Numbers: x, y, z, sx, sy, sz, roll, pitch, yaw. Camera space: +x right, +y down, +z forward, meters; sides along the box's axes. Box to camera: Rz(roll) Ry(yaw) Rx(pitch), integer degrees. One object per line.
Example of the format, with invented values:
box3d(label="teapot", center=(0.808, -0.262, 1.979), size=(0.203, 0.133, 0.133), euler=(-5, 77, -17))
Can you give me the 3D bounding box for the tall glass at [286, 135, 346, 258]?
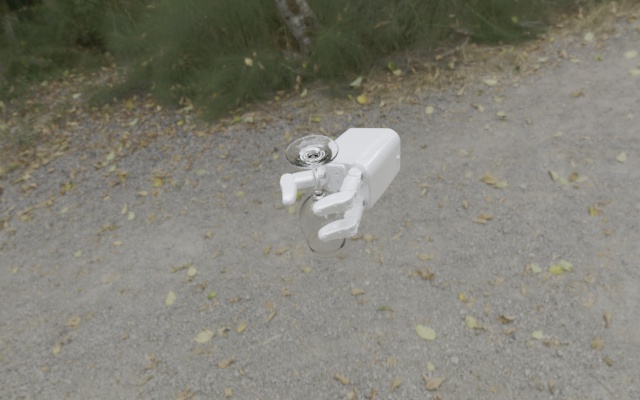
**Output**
box3d(label="tall glass", center=(0.000, 0.002, 0.733), size=(0.079, 0.201, 0.079), euler=(-5, 43, 4))
